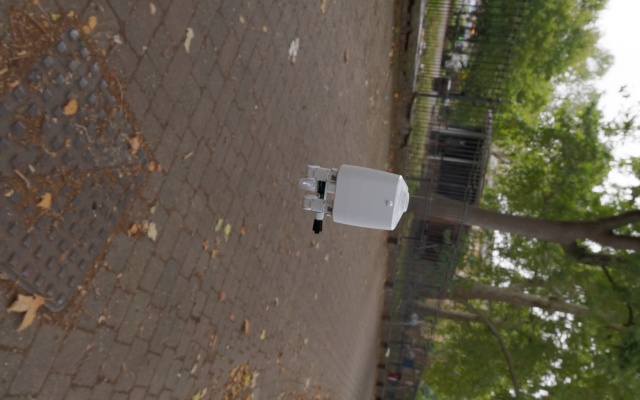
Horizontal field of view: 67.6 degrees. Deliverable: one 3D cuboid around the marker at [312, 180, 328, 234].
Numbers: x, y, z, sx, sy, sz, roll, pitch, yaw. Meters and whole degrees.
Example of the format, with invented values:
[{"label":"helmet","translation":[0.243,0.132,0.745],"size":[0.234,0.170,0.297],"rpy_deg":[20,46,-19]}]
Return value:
[{"label":"marker","translation":[0.000,0.003,0.887],"size":[0.020,0.121,0.020],"rpy_deg":[7,10,-1]}]
